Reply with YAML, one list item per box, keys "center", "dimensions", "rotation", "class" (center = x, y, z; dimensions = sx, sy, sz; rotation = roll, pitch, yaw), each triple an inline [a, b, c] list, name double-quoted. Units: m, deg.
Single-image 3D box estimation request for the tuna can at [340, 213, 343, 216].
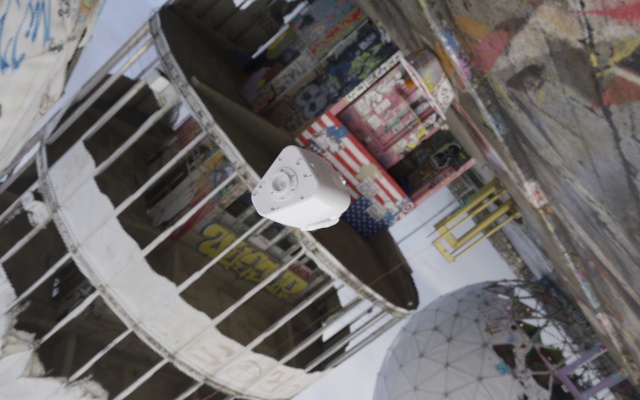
- center: [0.000, 0.003, 0.861]
  dimensions: [0.034, 0.086, 0.086]
  rotation: [-41, -15, 17]
  class: "tuna can"
